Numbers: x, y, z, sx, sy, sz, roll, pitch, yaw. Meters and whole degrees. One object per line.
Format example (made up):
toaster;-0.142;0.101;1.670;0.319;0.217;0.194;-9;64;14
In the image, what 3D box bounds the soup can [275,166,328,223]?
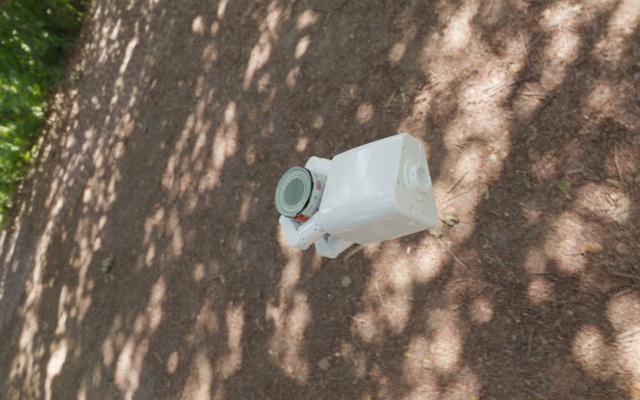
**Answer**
soup can;0.000;0.002;0.622;0.068;0.068;0.102;0;-15;45
